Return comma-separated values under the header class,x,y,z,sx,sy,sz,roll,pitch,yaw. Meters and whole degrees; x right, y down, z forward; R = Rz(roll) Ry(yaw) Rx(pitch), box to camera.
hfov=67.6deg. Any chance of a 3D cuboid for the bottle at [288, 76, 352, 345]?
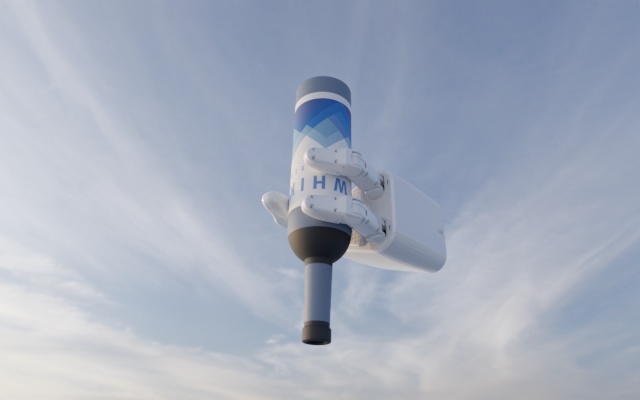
class,x,y,z,sx,sy,sz,roll,pitch,yaw
bottle,0.000,0.001,0.510,0.069,0.295,0.069,1,-28,1
